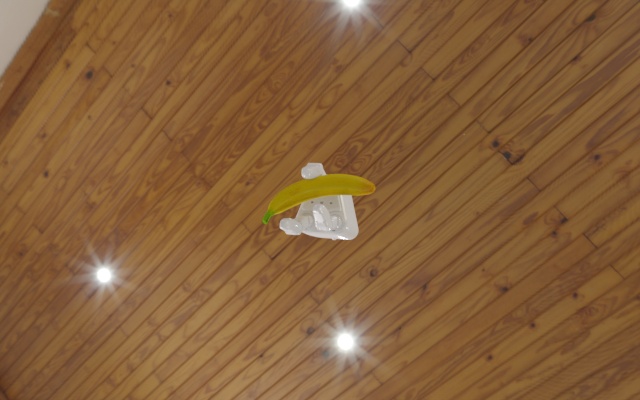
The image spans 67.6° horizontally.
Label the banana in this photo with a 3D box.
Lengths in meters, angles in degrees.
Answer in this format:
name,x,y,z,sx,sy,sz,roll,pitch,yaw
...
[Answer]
name,x,y,z,sx,sy,sz,roll,pitch,yaw
banana,-0.006,-0.011,0.812,0.198,0.069,0.037,-18,-35,10
